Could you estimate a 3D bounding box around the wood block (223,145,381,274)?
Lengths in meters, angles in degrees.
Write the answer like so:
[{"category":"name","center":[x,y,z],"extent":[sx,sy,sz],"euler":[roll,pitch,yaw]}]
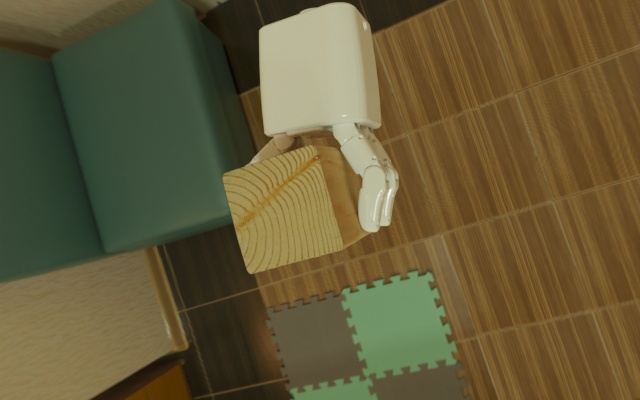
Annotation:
[{"category":"wood block","center":[0.000,0.001,0.485],"extent":[0.091,0.090,0.206],"euler":[-16,-1,19]}]
